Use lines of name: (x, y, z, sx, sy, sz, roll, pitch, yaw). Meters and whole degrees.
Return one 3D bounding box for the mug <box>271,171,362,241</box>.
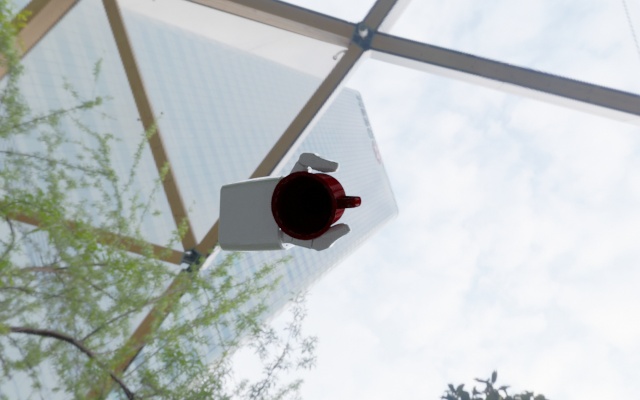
mug: (0.002, 0.002, 0.669, 0.117, 0.093, 0.081, -5, 5, 19)
